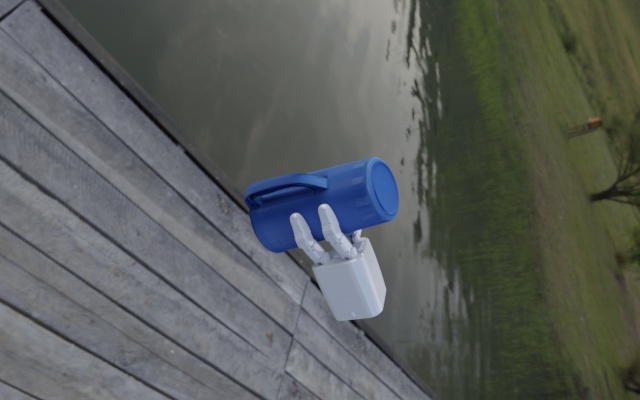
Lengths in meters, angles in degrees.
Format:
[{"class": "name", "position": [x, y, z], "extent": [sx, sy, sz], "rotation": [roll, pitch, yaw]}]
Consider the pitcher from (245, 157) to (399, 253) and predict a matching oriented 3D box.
[{"class": "pitcher", "position": [0.000, 0.003, 0.819], "extent": [0.243, 0.145, 0.149], "rotation": [-16, 10, 32]}]
